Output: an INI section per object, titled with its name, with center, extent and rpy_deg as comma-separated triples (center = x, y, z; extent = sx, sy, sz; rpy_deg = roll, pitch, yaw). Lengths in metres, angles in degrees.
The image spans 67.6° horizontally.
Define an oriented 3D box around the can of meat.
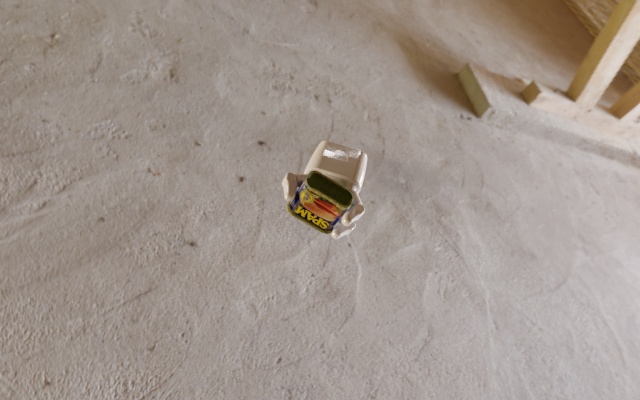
[can of meat]
center = 0.000, 0.003, 0.899
extent = 0.102, 0.057, 0.084
rpy_deg = 30, -48, -7
